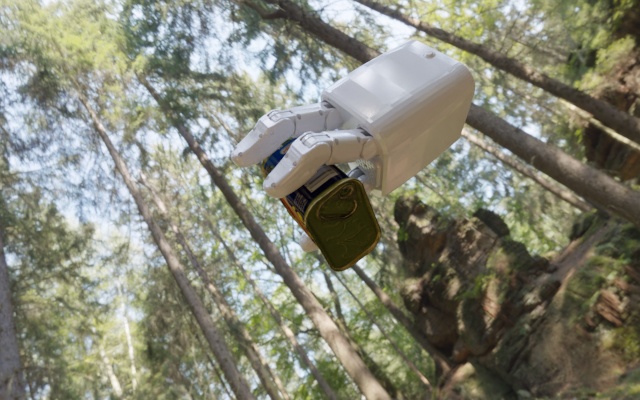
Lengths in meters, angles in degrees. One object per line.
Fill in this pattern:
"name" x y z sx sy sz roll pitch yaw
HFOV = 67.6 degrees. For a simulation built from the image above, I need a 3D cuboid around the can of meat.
"can of meat" 0.000 0.001 0.426 0.084 0.057 0.102 46 -10 40
